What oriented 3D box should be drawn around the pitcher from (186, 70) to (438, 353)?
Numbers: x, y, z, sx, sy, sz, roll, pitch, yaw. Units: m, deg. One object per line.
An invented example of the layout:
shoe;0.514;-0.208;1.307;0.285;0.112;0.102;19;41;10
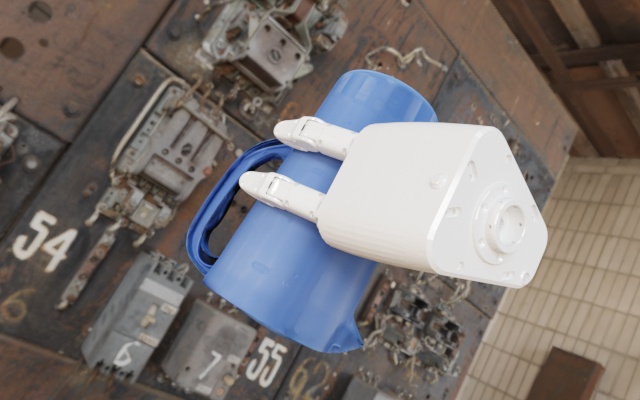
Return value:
pitcher;0.000;0.002;0.442;0.149;0.242;0.145;36;-13;-31
